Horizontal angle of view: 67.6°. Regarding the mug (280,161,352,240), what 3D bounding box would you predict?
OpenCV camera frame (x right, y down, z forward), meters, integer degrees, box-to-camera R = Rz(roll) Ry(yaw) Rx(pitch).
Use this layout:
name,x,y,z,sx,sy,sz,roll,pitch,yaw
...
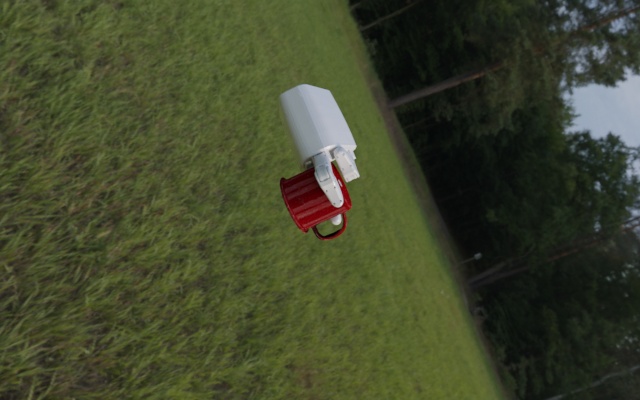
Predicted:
name,x,y,z,sx,sy,sz,roll,pitch,yaw
mug,0.001,0.004,0.723,0.081,0.117,0.093,-24,-5,11
